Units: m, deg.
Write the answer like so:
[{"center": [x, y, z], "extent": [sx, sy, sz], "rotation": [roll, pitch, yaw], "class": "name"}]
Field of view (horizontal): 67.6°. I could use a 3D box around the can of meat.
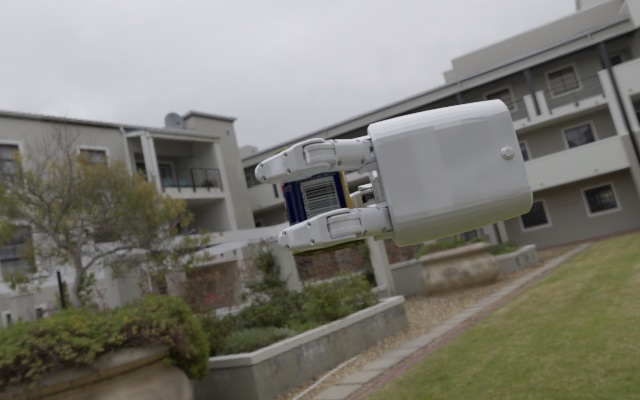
[{"center": [0.000, 0.001, 0.413], "extent": [0.057, 0.084, 0.102], "rotation": [-13, -9, 5], "class": "can of meat"}]
